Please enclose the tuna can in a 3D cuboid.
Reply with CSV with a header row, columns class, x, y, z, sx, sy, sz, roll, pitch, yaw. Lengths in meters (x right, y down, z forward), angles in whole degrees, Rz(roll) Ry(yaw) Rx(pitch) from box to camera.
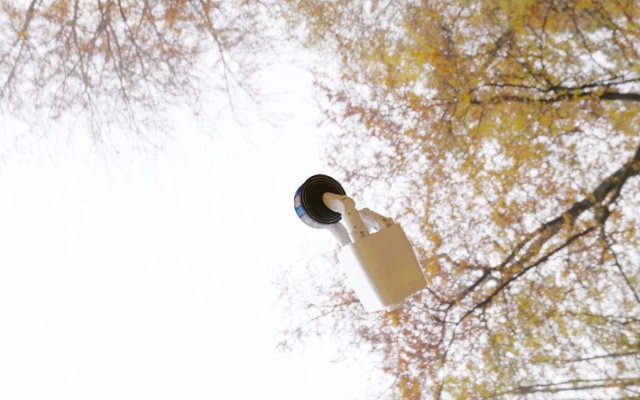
class,x,y,z,sx,sy,sz,roll,pitch,yaw
tuna can,0.000,0.003,0.768,0.086,0.086,0.034,0,-19,-27
